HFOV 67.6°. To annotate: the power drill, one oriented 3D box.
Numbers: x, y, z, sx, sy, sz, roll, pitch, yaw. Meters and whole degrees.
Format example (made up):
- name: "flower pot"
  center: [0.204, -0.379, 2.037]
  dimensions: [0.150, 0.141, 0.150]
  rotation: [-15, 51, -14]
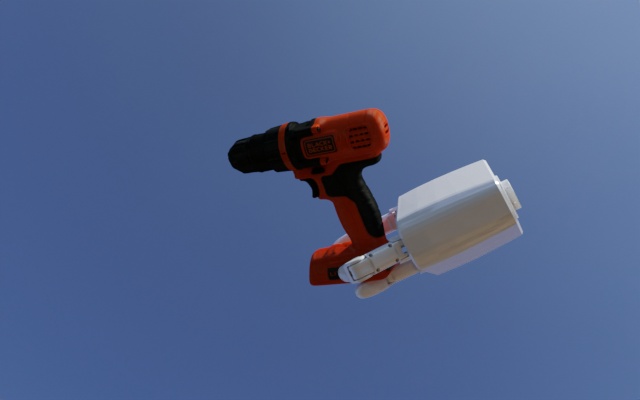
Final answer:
- name: "power drill"
  center: [0.000, 0.002, 0.531]
  dimensions: [0.184, 0.188, 0.057]
  rotation: [-8, 21, 24]
